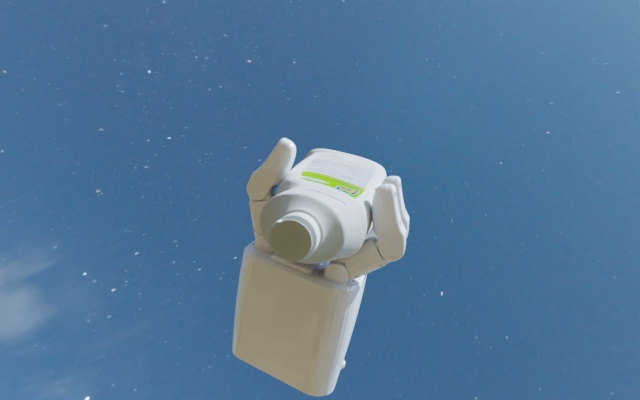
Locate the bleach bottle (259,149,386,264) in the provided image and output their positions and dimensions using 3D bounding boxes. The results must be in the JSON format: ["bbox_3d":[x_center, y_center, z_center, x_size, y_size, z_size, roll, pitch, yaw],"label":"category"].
[{"bbox_3d":[0.000,0.001,0.426,0.102,0.068,0.251,13,13,10],"label":"bleach bottle"}]
